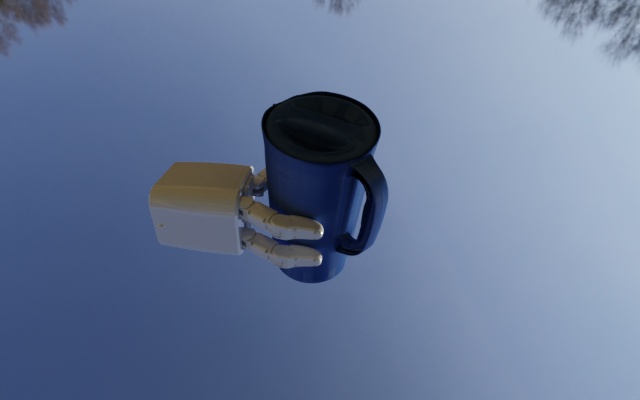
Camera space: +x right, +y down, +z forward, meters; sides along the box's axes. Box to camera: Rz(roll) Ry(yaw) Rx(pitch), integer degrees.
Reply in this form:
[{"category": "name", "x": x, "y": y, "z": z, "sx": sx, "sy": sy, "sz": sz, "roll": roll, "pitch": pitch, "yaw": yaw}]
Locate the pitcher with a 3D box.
[{"category": "pitcher", "x": 0.000, "y": 0.002, "z": 0.602, "sx": 0.145, "sy": 0.243, "sz": 0.149, "roll": 6, "pitch": 45, "yaw": 1}]
